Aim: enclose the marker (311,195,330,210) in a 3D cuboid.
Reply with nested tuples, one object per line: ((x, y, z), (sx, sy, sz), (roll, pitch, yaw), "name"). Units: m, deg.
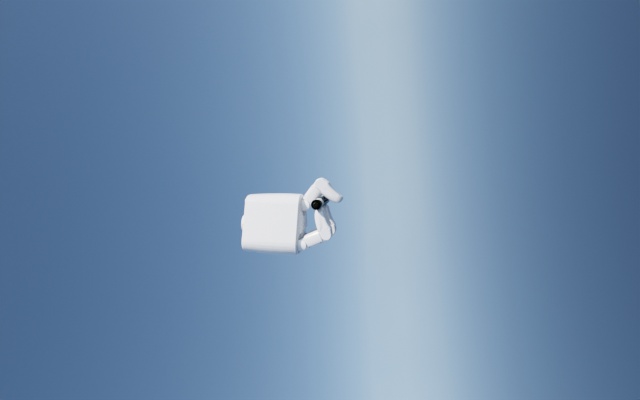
((0.000, 0.003, 0.896), (0.020, 0.020, 0.121), (0, 5, 9), "marker")
